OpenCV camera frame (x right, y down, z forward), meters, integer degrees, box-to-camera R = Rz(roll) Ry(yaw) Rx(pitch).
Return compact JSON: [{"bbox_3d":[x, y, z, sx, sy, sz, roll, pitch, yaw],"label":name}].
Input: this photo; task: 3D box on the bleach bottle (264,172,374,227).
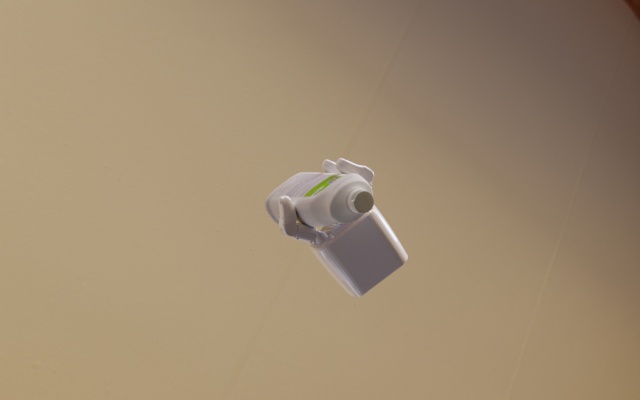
[{"bbox_3d":[0.000,0.002,0.710,0.102,0.068,0.251,-42,17,-16],"label":"bleach bottle"}]
